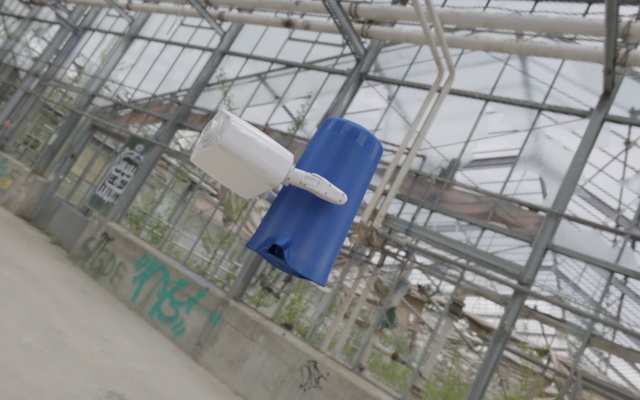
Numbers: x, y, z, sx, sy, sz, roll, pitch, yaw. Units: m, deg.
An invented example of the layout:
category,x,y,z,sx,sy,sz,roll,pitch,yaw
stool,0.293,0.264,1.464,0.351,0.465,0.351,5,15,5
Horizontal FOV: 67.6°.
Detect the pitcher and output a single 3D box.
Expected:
category,x,y,z,sx,sy,sz,roll,pitch,yaw
pitcher,0.000,0.002,0.742,0.145,0.243,0.149,33,-12,-28
